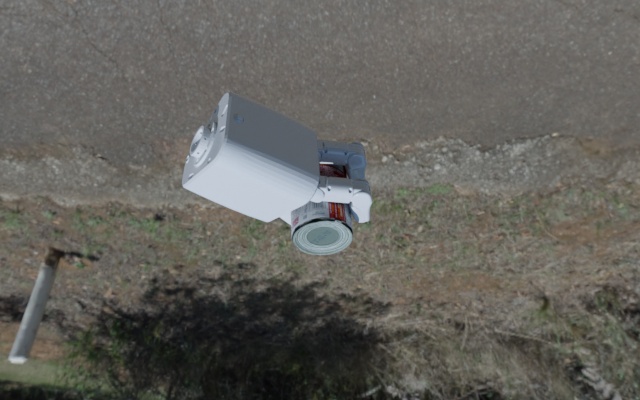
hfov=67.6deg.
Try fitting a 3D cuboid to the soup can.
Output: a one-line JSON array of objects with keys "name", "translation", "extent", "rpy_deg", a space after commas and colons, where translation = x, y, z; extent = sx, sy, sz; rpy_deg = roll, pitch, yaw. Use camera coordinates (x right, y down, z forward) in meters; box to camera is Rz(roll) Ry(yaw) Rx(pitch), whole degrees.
[{"name": "soup can", "translation": [0.000, 0.002, 0.542], "extent": [0.068, 0.102, 0.069], "rpy_deg": [-2, -39, -2]}]
